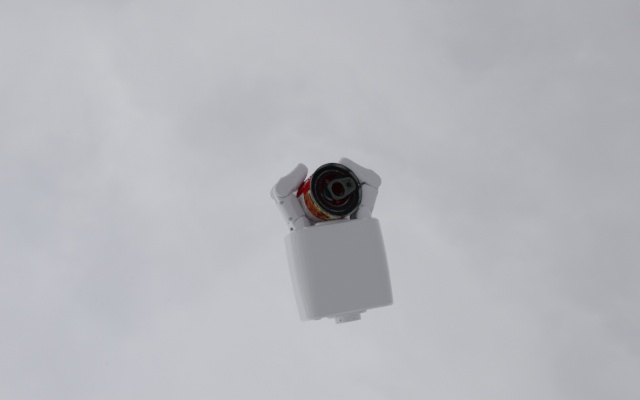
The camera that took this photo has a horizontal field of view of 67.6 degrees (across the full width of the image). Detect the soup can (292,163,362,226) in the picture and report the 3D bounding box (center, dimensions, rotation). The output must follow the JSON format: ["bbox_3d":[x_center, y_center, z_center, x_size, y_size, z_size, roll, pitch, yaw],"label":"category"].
[{"bbox_3d":[0.000,0.002,0.606,0.068,0.068,0.102,0,-18,-24],"label":"soup can"}]
